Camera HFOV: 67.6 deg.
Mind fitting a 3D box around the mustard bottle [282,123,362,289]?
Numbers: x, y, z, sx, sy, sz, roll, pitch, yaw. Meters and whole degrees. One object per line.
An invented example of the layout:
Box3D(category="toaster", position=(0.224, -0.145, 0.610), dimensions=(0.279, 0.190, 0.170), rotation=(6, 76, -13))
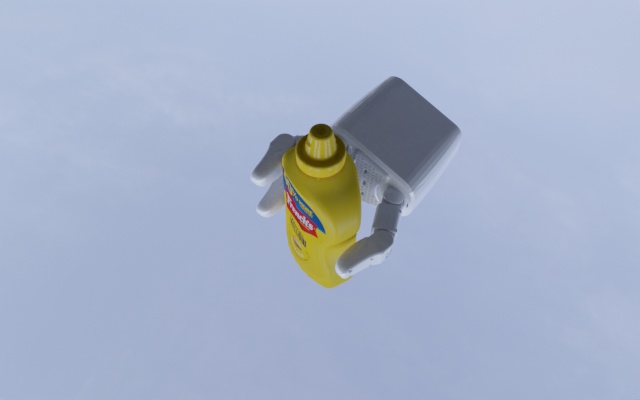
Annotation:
Box3D(category="mustard bottle", position=(0.000, 0.002, 0.443), dimensions=(0.058, 0.096, 0.192), rotation=(-23, -31, -17))
